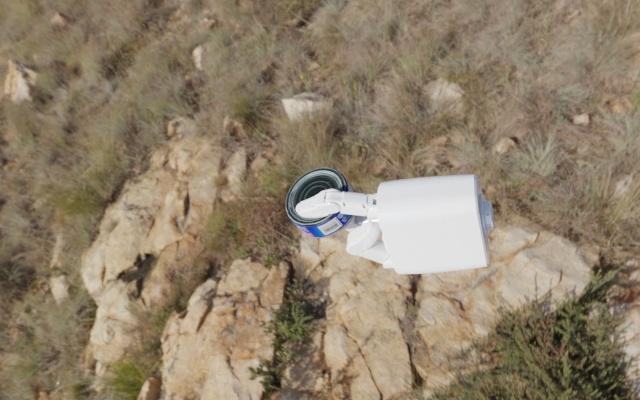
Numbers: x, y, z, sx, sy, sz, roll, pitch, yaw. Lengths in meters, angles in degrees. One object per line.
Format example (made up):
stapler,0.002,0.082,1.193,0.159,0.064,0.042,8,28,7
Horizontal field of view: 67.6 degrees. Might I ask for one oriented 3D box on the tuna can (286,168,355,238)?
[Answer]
tuna can,0.000,0.002,0.595,0.086,0.086,0.034,0,-30,30
